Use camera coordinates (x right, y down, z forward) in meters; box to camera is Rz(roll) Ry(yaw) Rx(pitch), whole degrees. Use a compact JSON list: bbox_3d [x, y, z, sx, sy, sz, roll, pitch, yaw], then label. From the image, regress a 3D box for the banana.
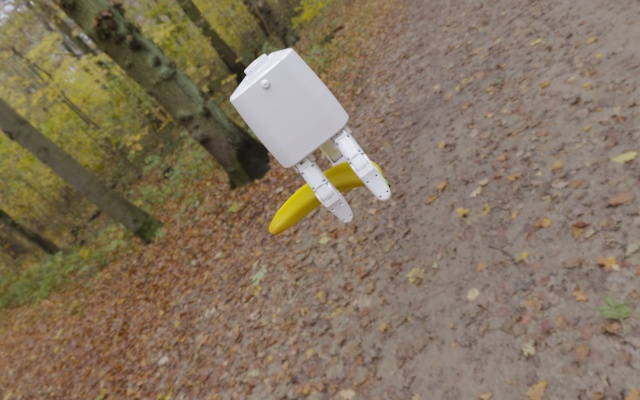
[{"bbox_3d":[0.007,-0.011,0.643,0.198,0.037,0.069,-25,29,33],"label":"banana"}]
